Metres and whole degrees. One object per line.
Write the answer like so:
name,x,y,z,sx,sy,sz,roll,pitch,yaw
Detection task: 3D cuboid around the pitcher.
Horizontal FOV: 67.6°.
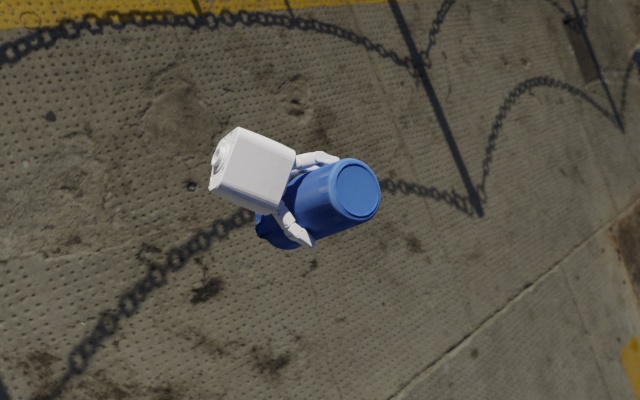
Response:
pitcher,0.000,0.003,0.859,0.145,0.149,0.243,24,-25,-28
